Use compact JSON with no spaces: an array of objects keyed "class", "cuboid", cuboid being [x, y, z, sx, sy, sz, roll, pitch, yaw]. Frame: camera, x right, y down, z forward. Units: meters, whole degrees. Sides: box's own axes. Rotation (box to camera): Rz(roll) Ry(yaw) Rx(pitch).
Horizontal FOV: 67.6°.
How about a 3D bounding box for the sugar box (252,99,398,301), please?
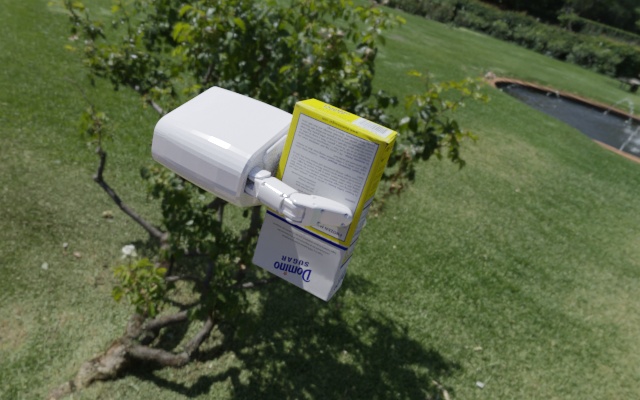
[{"class":"sugar box","cuboid":[0.000,0.001,0.467,0.093,0.176,0.048,25,27,15]}]
